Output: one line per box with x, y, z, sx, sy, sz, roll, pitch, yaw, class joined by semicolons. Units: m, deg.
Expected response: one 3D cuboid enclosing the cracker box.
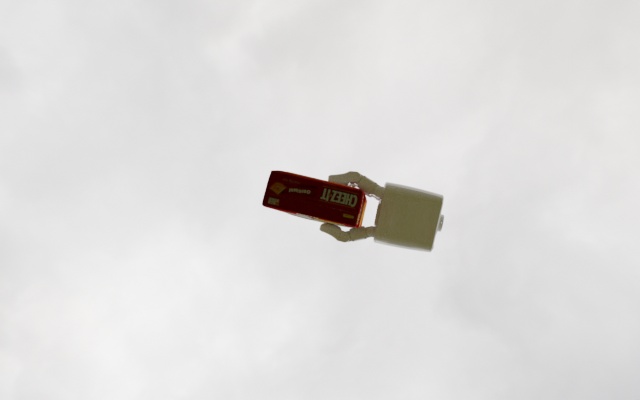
0.000;0.003;0.891;0.164;0.072;0.214;12;-3;8;cracker box
